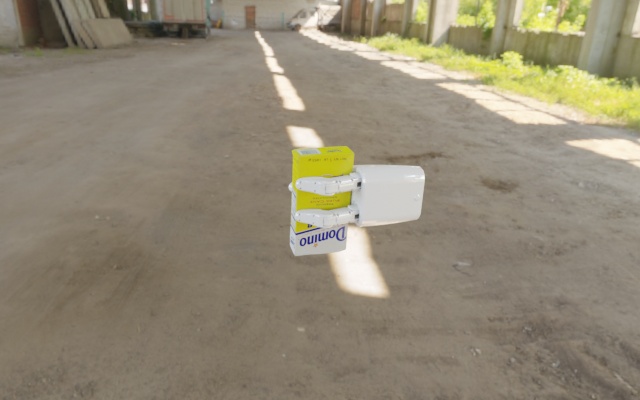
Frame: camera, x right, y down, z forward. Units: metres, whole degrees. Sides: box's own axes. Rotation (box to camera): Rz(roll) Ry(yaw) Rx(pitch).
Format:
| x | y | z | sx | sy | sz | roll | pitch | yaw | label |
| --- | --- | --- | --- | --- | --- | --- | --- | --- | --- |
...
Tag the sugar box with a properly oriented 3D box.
| x | y | z | sx | sy | sz | roll | pitch | yaw | label |
| --- | --- | --- | --- | --- | --- | --- | --- | --- | --- |
| 0.000 | 0.003 | 0.777 | 0.093 | 0.176 | 0.048 | -5 | 23 | -15 | sugar box |
